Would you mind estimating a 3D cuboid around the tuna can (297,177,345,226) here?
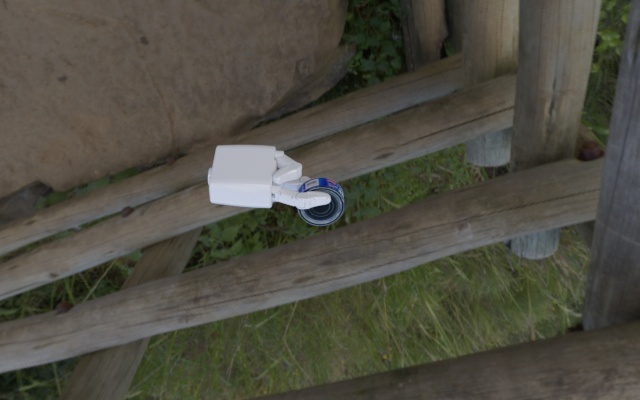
[{"bbox_3d":[0.000,0.003,0.853,0.086,0.086,0.033,0,33,-4],"label":"tuna can"}]
